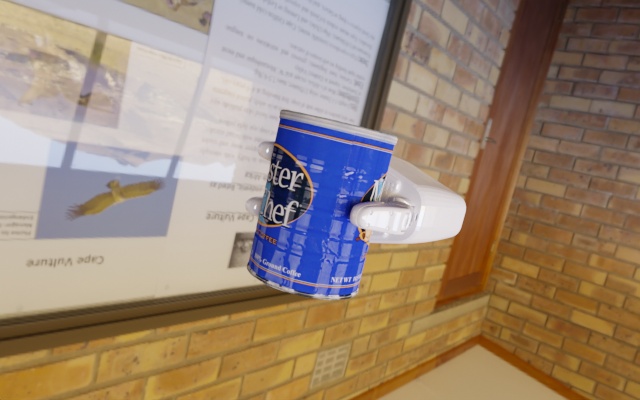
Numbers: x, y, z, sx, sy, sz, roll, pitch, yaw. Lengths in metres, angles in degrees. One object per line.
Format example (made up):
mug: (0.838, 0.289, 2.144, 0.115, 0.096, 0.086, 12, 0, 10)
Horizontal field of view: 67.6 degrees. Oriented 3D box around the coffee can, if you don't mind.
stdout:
coffee can: (0.000, 0.001, 0.417, 0.103, 0.140, 0.103, 13, 8, -2)
